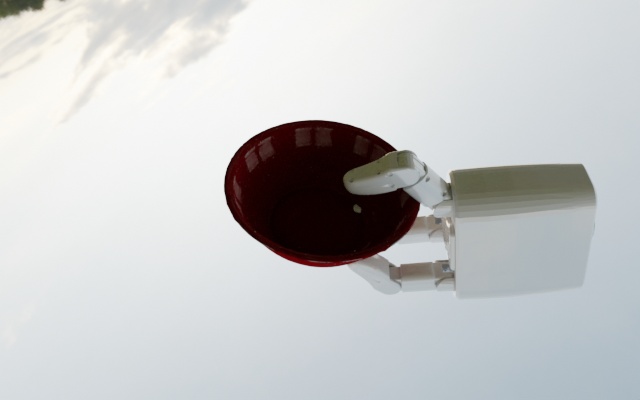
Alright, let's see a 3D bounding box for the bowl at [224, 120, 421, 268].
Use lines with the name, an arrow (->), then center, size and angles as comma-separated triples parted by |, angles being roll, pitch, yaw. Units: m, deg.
bowl -> -0.001, 0.001, 0.411 | 0.162, 0.162, 0.055 | 0, -42, -7
